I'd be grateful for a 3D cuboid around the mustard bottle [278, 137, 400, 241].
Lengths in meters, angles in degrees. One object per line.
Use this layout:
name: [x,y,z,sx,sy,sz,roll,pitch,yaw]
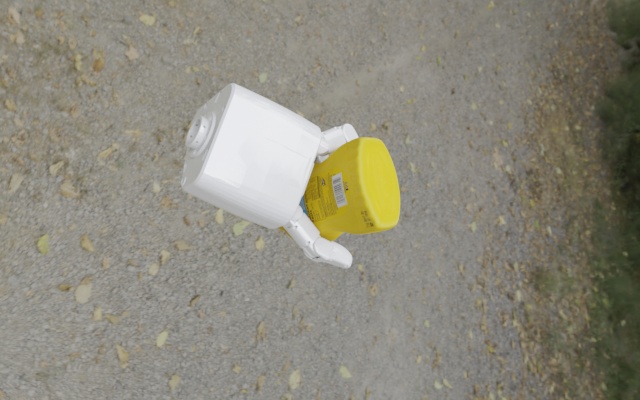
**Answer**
mustard bottle: [0.001,0.002,0.542,0.058,0.096,0.192,-5,-9,-41]
